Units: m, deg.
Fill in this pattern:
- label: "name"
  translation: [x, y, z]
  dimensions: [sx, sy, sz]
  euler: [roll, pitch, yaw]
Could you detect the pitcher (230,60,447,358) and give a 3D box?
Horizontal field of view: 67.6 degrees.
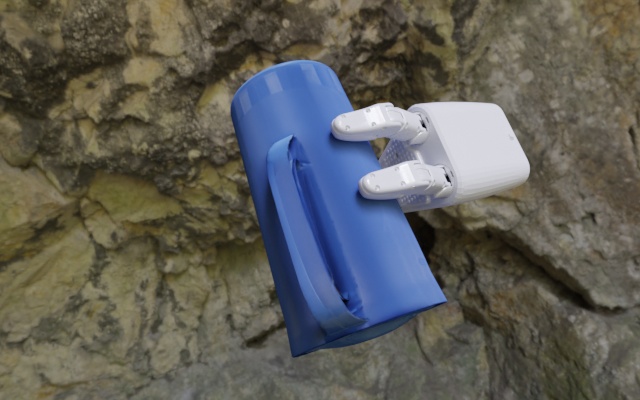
- label: "pitcher"
  translation: [0.000, 0.001, 0.413]
  dimensions: [0.145, 0.242, 0.149]
  euler: [-11, -20, -29]
